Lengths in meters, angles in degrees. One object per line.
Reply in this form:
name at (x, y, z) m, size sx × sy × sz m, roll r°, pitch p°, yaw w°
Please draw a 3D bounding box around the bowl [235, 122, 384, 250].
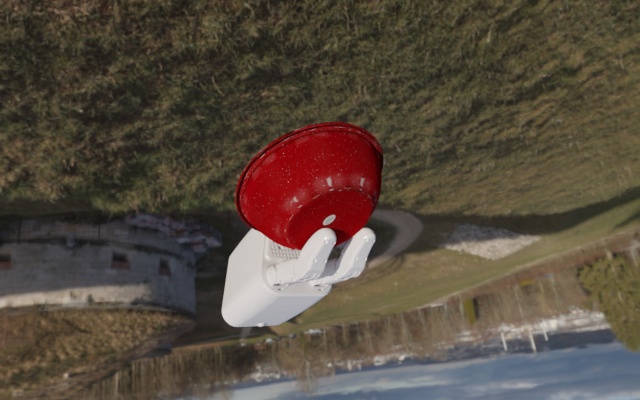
bowl at (0.001, 0.001, 0.476) m, size 0.162 × 0.055 × 0.162 m, roll -16°, pitch -39°, yaw -13°
